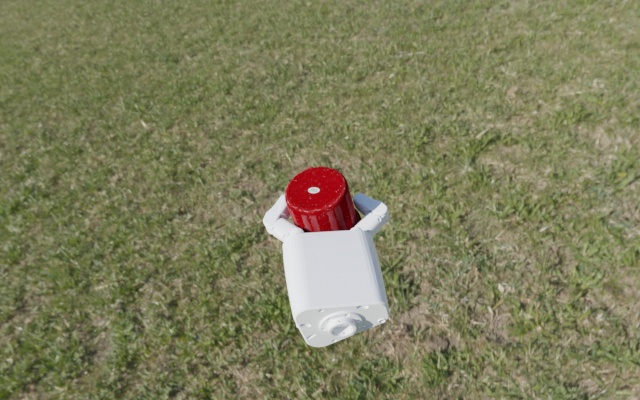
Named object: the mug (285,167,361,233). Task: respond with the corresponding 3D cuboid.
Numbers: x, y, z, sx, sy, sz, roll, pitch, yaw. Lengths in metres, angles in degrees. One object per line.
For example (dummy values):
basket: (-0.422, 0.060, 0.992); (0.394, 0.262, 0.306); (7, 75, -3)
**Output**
mug: (0.000, 0.001, 0.632); (0.093, 0.117, 0.082); (-15, -44, 3)
